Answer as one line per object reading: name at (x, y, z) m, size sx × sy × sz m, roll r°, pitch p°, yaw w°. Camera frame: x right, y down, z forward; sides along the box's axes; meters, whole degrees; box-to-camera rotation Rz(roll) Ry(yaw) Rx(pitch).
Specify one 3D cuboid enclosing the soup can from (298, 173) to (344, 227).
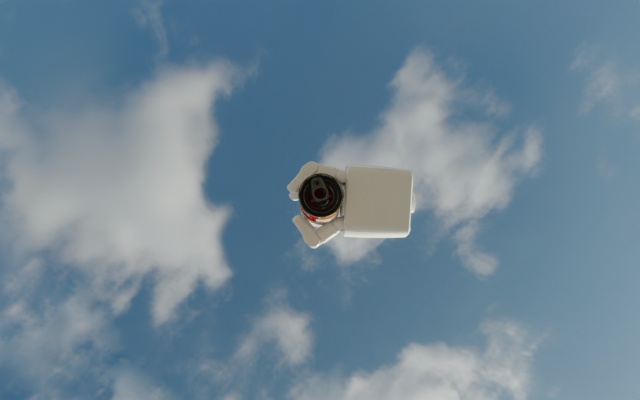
soup can at (0.000, 0.003, 0.757) m, size 0.068 × 0.068 × 0.102 m, roll 0°, pitch -12°, yaw -1°
